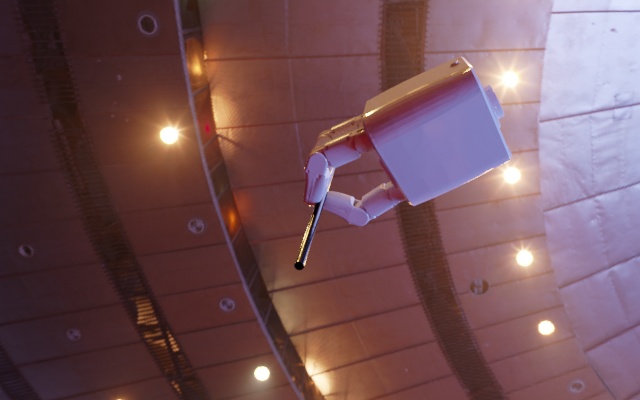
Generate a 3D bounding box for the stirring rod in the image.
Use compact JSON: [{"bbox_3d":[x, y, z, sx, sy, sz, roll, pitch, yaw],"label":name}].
[{"bbox_3d":[0.000,0.002,0.484,0.011,0.011,0.239,0,25,9],"label":"stirring rod"}]
